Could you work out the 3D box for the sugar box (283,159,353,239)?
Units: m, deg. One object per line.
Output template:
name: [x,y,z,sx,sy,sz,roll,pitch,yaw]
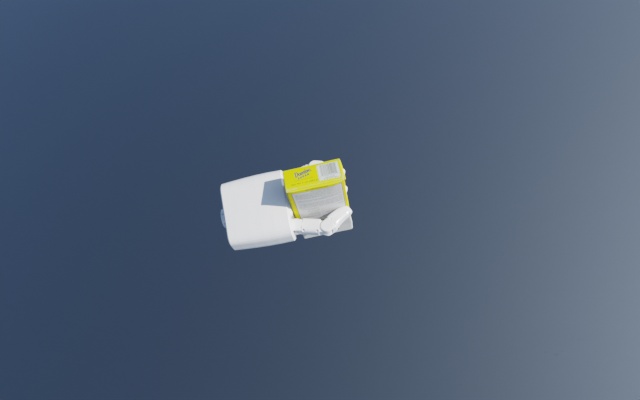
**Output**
sugar box: [0.000,0.002,0.795,0.093,0.048,0.176,-12,-27,1]
